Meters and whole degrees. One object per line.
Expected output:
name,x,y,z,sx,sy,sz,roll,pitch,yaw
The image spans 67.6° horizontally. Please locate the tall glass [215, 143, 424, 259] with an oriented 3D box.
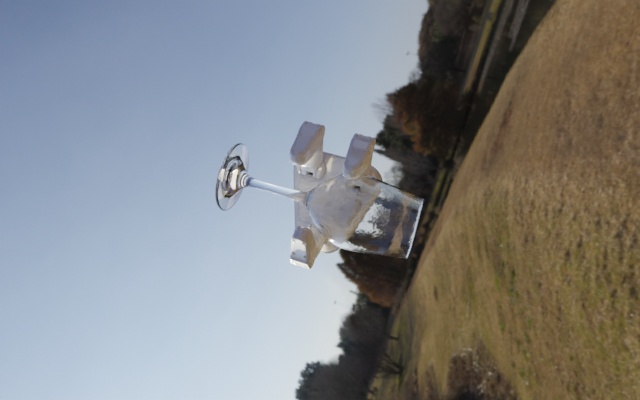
tall glass,-0.001,0.001,0.489,0.201,0.079,0.079,16,3,11
